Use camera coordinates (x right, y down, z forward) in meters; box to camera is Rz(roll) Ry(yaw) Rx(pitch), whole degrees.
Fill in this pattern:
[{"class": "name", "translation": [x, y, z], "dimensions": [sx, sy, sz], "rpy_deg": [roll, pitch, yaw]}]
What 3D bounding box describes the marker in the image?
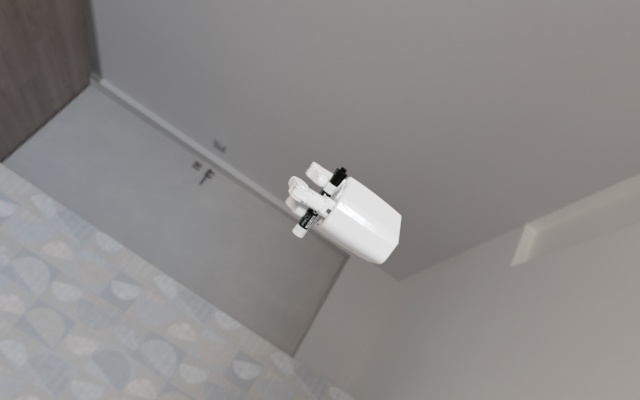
[{"class": "marker", "translation": [0.000, 0.002, 0.696], "dimensions": [0.020, 0.121, 0.020], "rpy_deg": [34, 11, -8]}]
